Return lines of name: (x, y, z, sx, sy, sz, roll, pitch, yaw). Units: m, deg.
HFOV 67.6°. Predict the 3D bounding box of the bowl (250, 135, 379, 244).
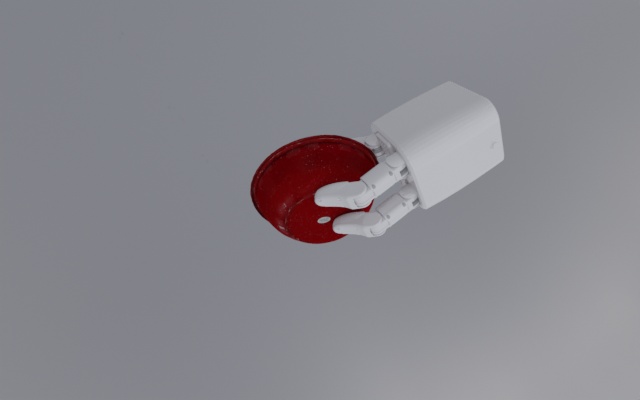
bowl: (-0.001, 0.003, 0.564, 0.162, 0.055, 0.162, -8, -42, -7)
